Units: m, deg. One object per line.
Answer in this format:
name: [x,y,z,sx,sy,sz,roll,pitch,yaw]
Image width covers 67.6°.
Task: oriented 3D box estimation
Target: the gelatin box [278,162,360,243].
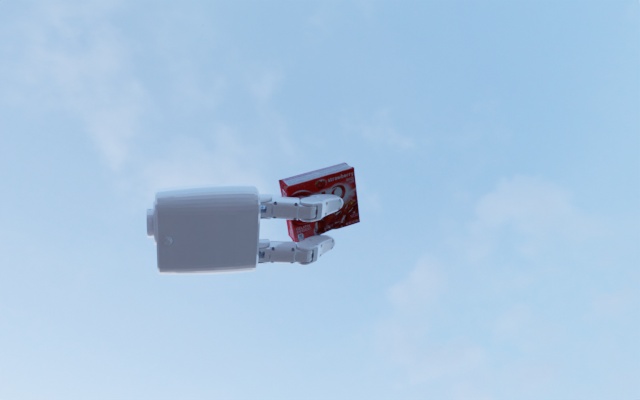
gelatin box: [0.000,0.002,0.570,0.089,0.073,0.030,-16,25,-18]
